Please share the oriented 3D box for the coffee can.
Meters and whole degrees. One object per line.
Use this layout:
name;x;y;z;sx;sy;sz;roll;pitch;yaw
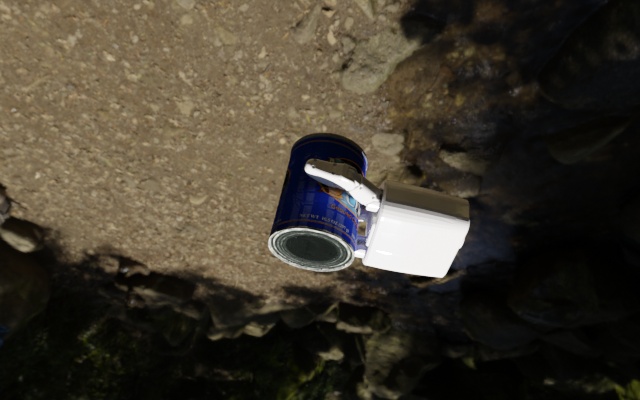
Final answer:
coffee can;0.000;0.002;0.591;0.103;0.140;0.103;8;-33;5
